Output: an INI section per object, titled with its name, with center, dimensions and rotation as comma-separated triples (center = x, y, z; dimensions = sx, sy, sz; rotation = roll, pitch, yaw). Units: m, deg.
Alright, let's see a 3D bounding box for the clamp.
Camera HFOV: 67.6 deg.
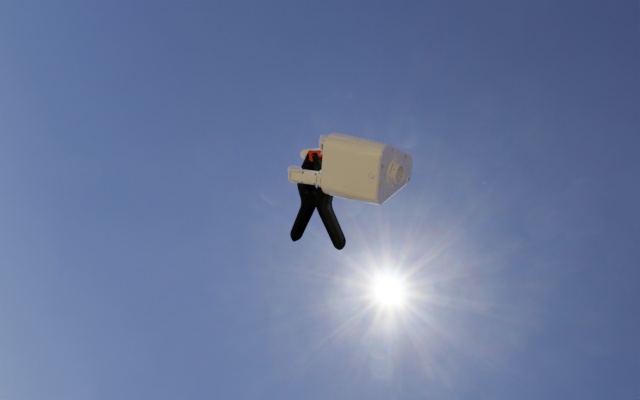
[clamp]
center = 0.000, 0.002, 0.815
dimensions = 0.120, 0.171, 0.039
rotation = 15, 18, 34
